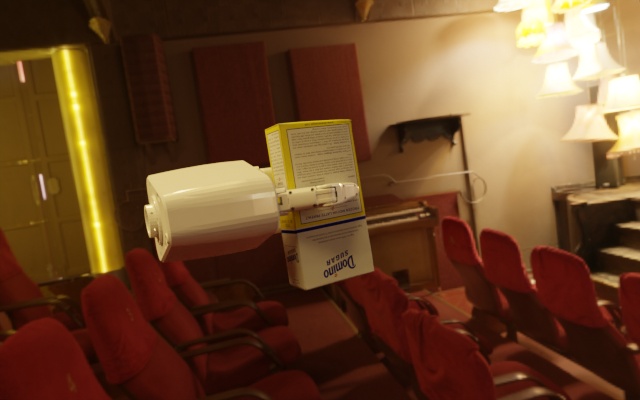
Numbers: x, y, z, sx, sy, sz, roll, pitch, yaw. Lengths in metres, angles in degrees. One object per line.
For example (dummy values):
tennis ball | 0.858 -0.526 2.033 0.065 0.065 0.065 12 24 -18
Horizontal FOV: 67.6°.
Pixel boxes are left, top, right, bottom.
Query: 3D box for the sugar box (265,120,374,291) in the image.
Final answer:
sugar box | 0.000 0.002 0.529 0.093 0.176 0.048 -10 5 -29
